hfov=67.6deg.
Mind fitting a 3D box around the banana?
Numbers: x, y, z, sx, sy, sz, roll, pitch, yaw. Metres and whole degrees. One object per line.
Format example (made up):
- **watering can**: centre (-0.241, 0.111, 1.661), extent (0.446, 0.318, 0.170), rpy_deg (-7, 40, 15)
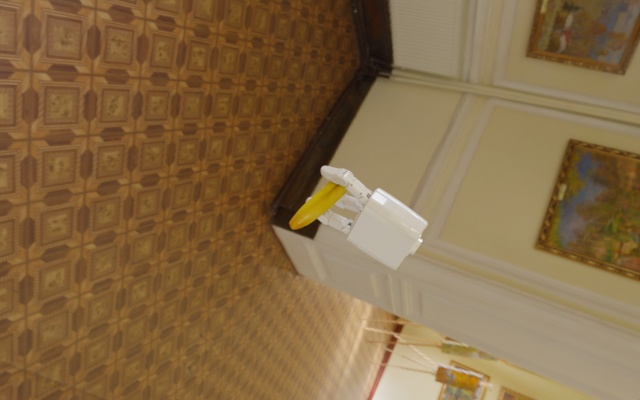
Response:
- **banana**: centre (0.013, -0.008, 0.852), extent (0.070, 0.037, 0.197), rpy_deg (-40, 3, 36)
